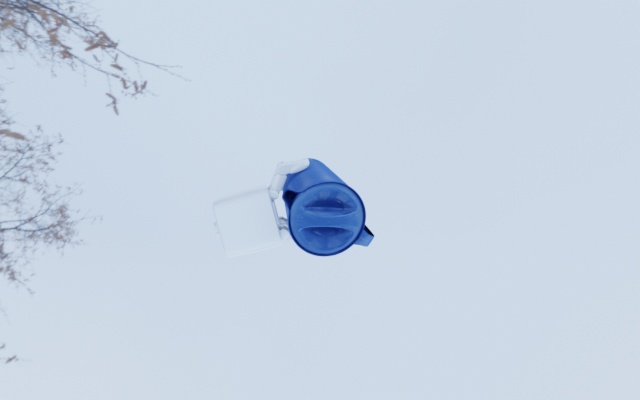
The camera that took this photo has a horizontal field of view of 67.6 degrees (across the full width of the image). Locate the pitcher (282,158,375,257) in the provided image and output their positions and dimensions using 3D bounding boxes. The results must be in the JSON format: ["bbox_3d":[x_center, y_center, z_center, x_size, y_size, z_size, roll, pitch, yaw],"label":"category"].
[{"bbox_3d":[0.000,0.003,0.899,0.145,0.149,0.242,-16,20,-5],"label":"pitcher"}]
